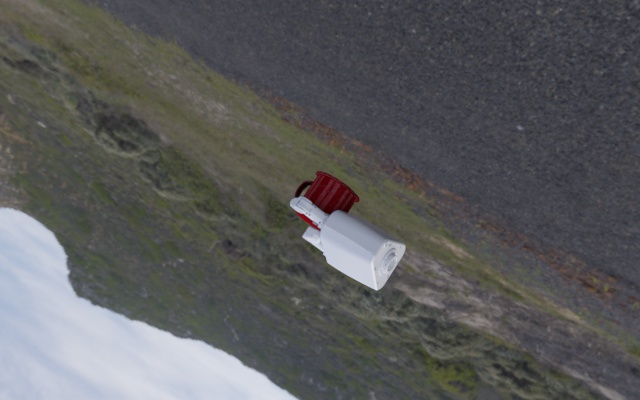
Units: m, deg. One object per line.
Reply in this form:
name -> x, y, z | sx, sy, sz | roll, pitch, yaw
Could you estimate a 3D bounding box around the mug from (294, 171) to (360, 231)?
mug -> -0.001, 0.002, 0.853 | 0.117, 0.081, 0.093 | 28, -12, 33
